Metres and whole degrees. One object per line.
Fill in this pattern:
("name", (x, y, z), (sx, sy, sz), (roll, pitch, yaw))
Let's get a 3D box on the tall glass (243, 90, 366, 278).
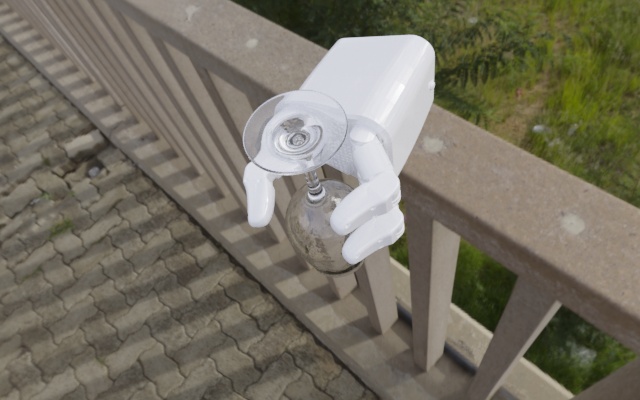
("tall glass", (0.000, 0.001, 0.412), (0.079, 0.079, 0.201), (0, -31, 12))
